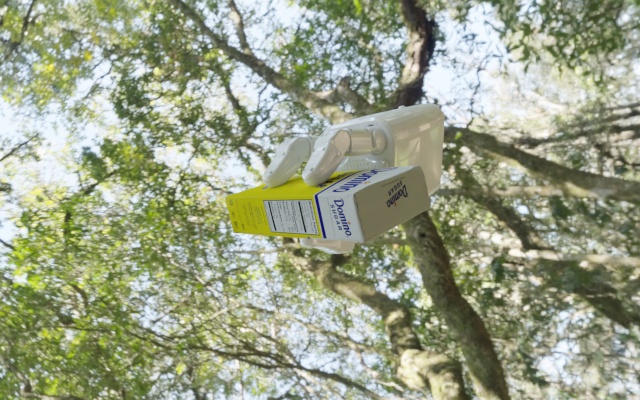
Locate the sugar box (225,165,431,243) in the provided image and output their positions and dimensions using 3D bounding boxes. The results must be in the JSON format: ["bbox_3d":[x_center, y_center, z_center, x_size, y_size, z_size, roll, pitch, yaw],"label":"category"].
[{"bbox_3d":[0.000,0.001,0.439,0.093,0.048,0.176,-23,12,-42],"label":"sugar box"}]
